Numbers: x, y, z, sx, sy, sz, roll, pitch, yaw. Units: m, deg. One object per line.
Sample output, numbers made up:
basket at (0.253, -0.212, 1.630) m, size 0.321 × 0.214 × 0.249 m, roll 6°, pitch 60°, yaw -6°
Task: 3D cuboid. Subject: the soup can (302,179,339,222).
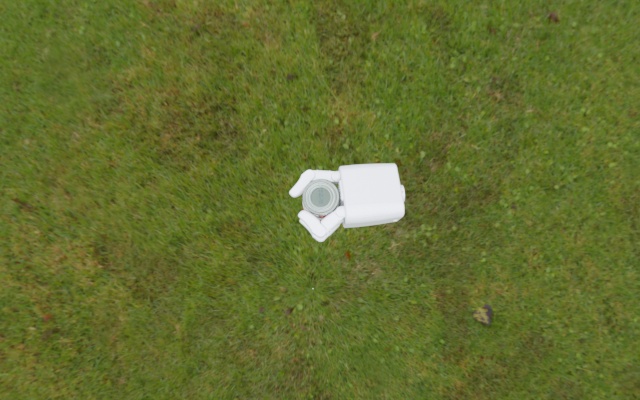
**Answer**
soup can at (0.000, 0.003, 0.887) m, size 0.068 × 0.068 × 0.102 m, roll 0°, pitch -10°, yaw -1°
